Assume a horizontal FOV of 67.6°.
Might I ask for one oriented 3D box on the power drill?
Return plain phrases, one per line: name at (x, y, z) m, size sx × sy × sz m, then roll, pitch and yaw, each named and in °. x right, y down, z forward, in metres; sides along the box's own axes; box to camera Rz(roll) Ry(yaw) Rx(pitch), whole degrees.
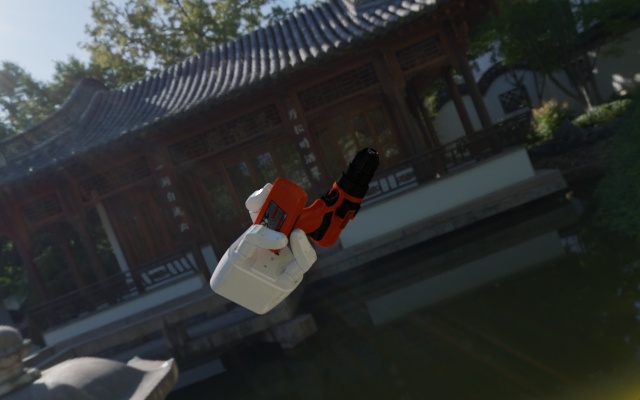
power drill at (0.000, 0.003, 0.708) m, size 0.057 × 0.184 × 0.187 m, roll 40°, pitch 26°, yaw 28°
